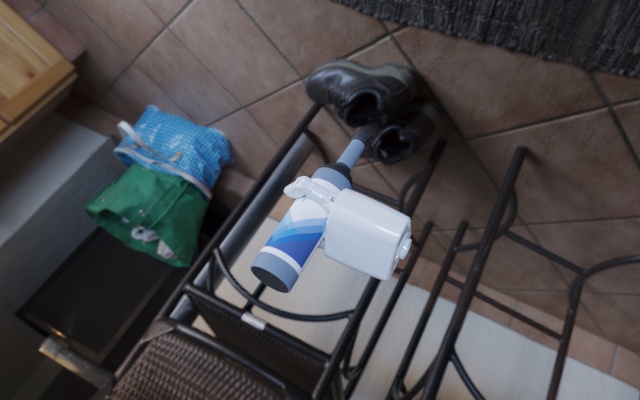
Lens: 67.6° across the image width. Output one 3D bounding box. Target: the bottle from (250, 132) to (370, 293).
[{"bbox_3d":[0.000,0.003,0.738,0.069,0.295,0.069,25,-29,15],"label":"bottle"}]
